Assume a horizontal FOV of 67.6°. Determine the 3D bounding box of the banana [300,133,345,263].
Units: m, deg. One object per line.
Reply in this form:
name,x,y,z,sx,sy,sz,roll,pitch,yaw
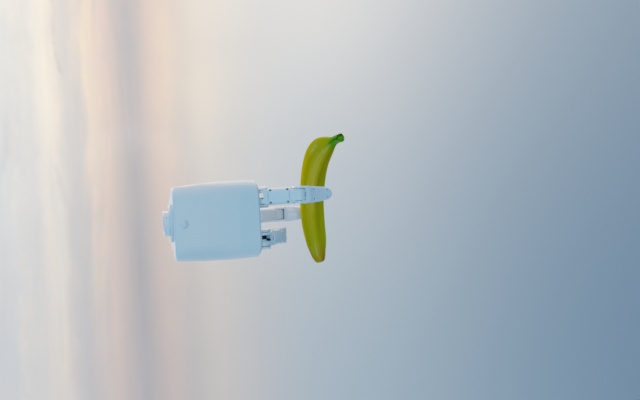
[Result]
banana,-0.006,-0.009,0.681,0.037,0.198,0.069,-4,26,-21
